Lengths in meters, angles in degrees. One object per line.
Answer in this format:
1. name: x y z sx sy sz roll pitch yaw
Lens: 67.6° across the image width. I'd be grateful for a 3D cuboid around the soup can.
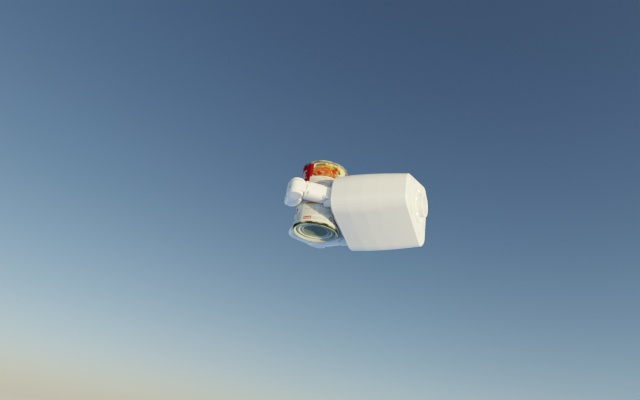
1. soup can: 0.000 0.003 0.699 0.068 0.102 0.068 7 -27 4
